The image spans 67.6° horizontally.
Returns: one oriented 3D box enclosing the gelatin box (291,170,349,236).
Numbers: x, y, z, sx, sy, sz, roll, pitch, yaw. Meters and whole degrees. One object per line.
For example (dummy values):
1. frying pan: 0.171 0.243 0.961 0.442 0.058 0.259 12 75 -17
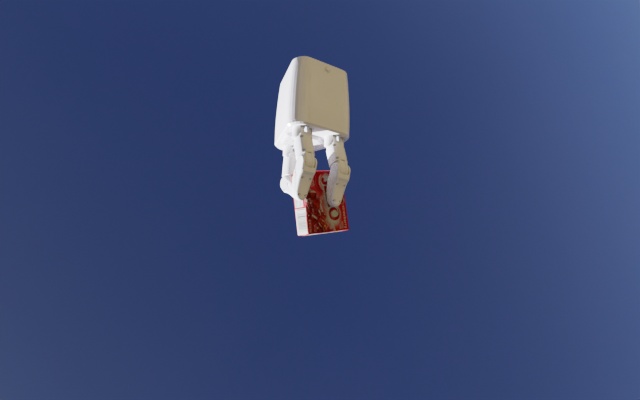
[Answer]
1. gelatin box: 0.000 0.003 0.677 0.073 0.089 0.030 -4 -4 -37
